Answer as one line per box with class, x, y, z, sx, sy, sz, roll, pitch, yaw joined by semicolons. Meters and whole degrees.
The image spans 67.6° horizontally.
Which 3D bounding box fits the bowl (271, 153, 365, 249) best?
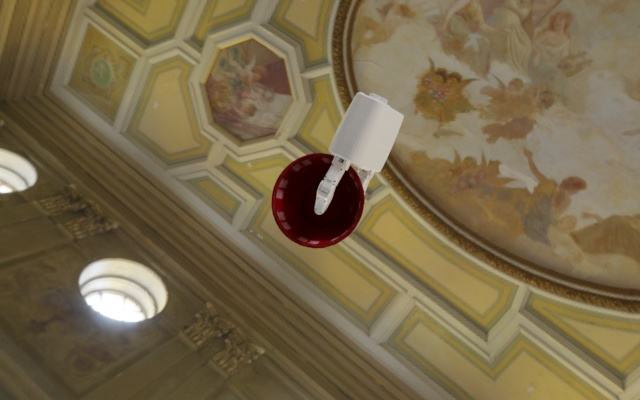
bowl;-0.001;0.004;0.823;0.162;0.162;0.055;0;-7;14
